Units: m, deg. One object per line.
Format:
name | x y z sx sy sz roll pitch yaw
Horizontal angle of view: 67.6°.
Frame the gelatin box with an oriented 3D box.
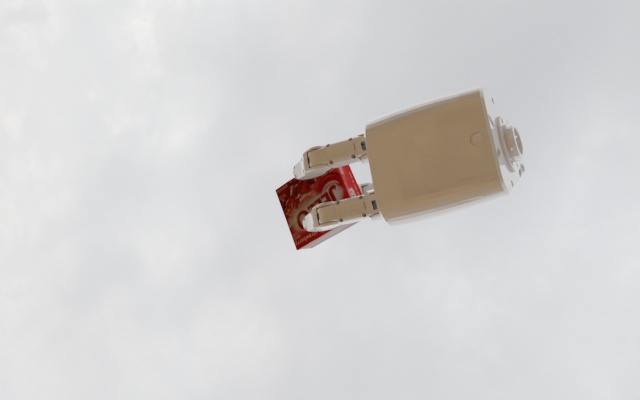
gelatin box | 0.000 0.002 0.503 0.089 0.073 0.030 -32 -19 34
